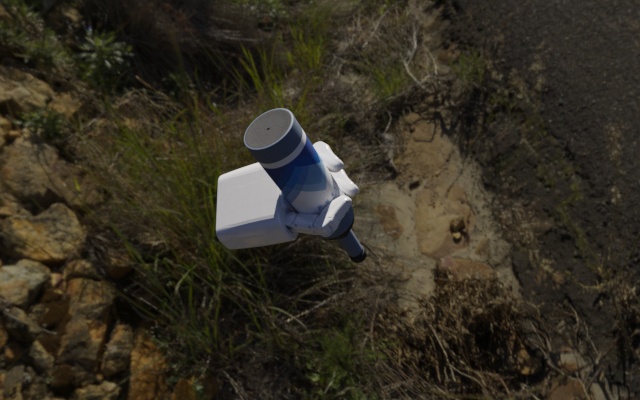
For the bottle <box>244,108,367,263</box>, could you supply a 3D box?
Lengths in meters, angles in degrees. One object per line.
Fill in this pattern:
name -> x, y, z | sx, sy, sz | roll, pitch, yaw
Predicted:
bottle -> 0.000, 0.002, 0.657 | 0.069, 0.069, 0.296 | 0, -36, 31
